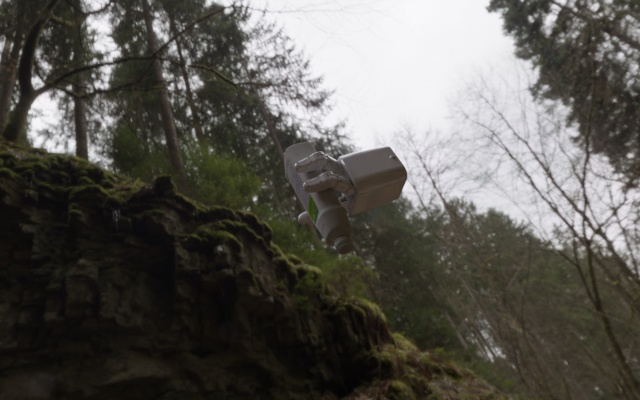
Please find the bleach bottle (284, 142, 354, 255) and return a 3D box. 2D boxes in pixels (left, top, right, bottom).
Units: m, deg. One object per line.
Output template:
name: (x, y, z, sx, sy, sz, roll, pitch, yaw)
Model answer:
bleach bottle: (0.000, 0.003, 0.891, 0.068, 0.103, 0.250, -16, 48, -12)
